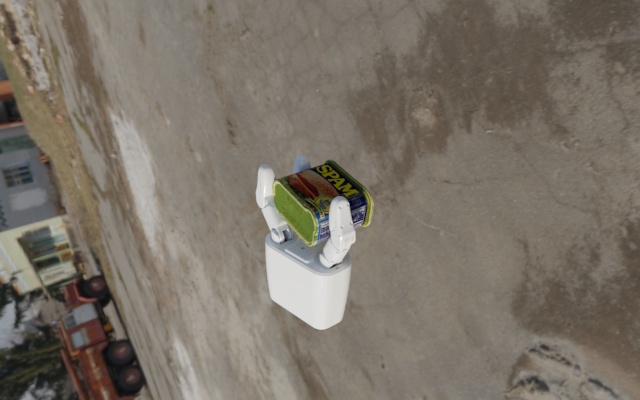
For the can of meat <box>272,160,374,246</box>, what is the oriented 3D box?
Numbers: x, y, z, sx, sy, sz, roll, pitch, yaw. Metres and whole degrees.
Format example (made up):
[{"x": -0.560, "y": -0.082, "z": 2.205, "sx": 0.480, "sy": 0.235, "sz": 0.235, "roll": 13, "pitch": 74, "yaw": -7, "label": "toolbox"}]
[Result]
[{"x": 0.000, "y": 0.002, "z": 0.588, "sx": 0.084, "sy": 0.057, "sz": 0.102, "roll": -20, "pitch": 45, "yaw": -29, "label": "can of meat"}]
